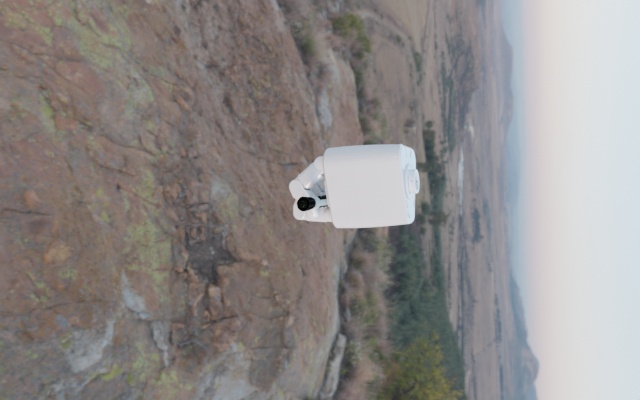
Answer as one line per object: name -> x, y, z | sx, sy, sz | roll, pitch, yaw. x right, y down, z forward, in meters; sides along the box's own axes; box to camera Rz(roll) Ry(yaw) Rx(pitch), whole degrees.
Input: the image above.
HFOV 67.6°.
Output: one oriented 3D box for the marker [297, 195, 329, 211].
marker -> 0.000, 0.002, 0.648 | 0.020, 0.020, 0.121 | 0, 2, 23
